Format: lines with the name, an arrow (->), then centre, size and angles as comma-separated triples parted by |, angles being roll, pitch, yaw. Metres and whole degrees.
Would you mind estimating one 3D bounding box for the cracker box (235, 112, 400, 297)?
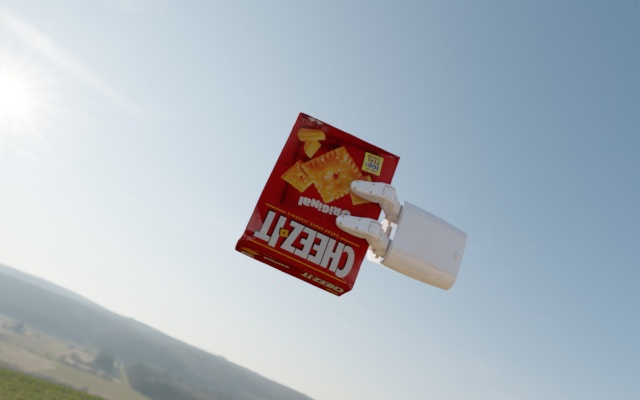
cracker box -> 0.000, 0.002, 0.674 | 0.164, 0.213, 0.072 | 25, -22, -5
